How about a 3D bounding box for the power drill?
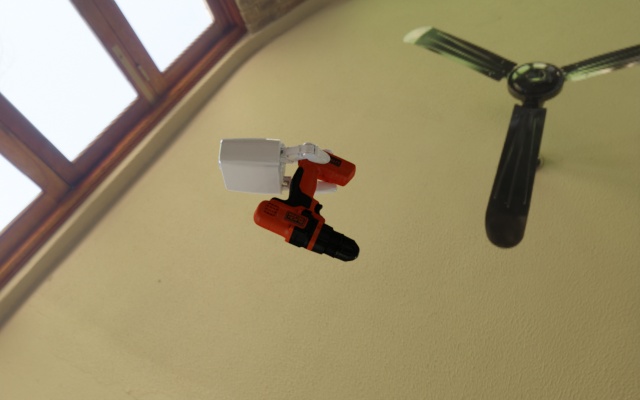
[{"bbox_3d":[0.000,0.002,0.824,0.184,0.187,0.057,25,-38,-1],"label":"power drill"}]
